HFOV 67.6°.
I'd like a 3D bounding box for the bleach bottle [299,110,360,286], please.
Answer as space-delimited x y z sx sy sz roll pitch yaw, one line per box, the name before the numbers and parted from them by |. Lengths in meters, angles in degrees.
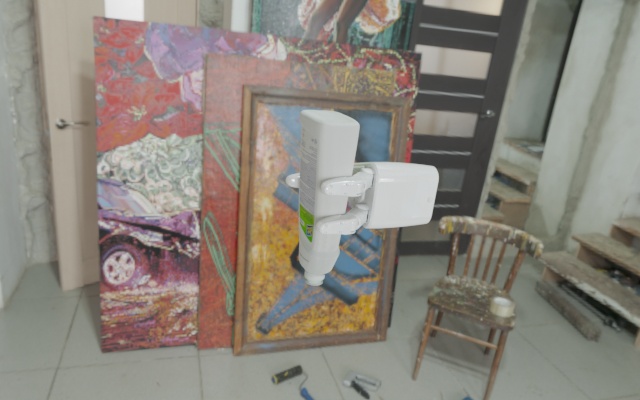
bleach bottle | 0.000 0.002 0.693 0.068 0.251 0.102 -1 21 -21
